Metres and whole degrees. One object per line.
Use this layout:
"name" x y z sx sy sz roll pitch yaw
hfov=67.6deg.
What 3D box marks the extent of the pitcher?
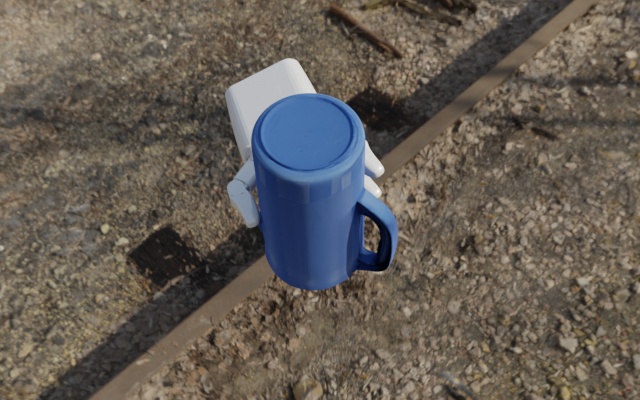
"pitcher" 0.000 0.002 0.541 0.149 0.145 0.243 -17 -30 -9
